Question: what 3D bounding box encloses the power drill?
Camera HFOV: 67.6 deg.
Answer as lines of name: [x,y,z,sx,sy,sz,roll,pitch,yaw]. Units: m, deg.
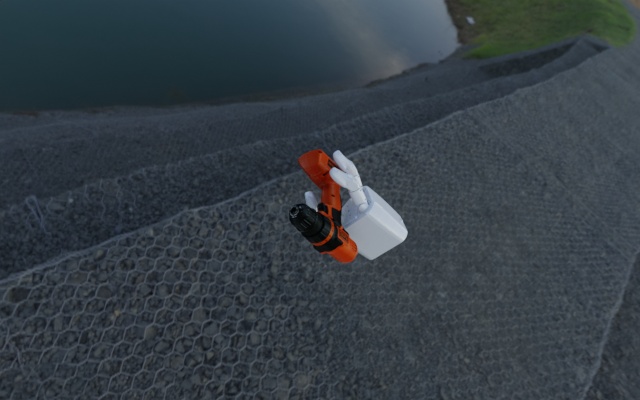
power drill: [0.000,0.003,0.858,0.057,0.187,0.184,-20,-38,23]
